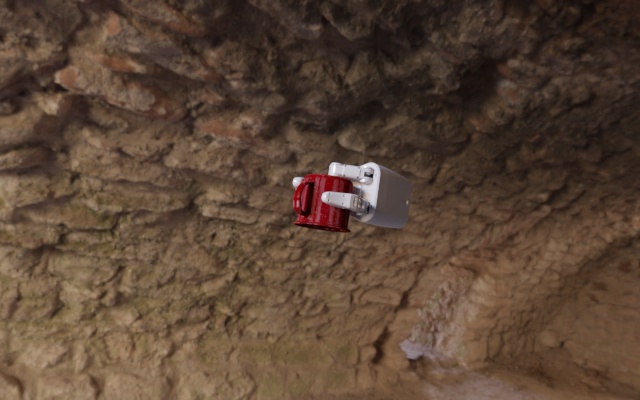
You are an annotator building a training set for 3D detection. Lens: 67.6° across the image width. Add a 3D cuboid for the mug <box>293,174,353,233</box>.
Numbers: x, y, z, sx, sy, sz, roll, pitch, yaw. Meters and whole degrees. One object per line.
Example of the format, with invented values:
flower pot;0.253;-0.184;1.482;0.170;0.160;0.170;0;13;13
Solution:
mug;-0.001;0.002;0.760;0.093;0.081;0.117;1;-10;43
